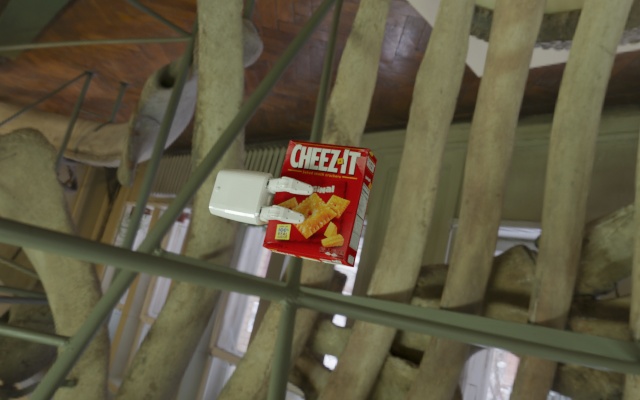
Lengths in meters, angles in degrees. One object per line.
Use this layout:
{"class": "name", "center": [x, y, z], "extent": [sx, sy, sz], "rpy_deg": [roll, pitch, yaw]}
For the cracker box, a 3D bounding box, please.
{"class": "cracker box", "center": [0.000, 0.003, 0.887], "extent": [0.164, 0.213, 0.072], "rpy_deg": [9, -13, 20]}
